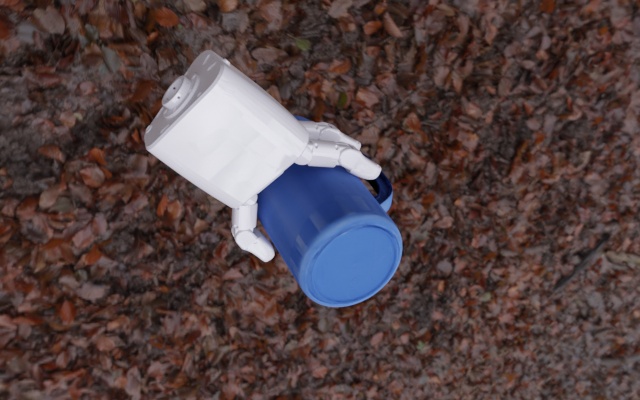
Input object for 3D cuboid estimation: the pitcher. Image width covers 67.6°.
[{"bbox_3d":[0.000,0.002,0.542,0.145,0.149,0.242,38,9,-36],"label":"pitcher"}]
